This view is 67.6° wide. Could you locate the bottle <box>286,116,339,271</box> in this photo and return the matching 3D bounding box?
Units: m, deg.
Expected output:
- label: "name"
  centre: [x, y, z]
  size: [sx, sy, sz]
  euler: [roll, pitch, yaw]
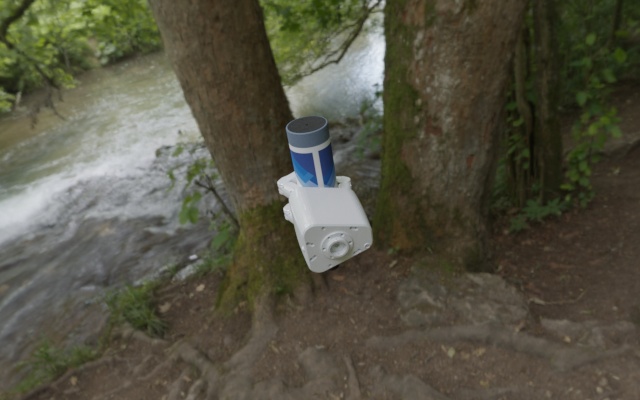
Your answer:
- label: "bottle"
  centre: [0.000, 0.002, 0.827]
  size: [0.069, 0.296, 0.069]
  euler: [-7, 33, 5]
